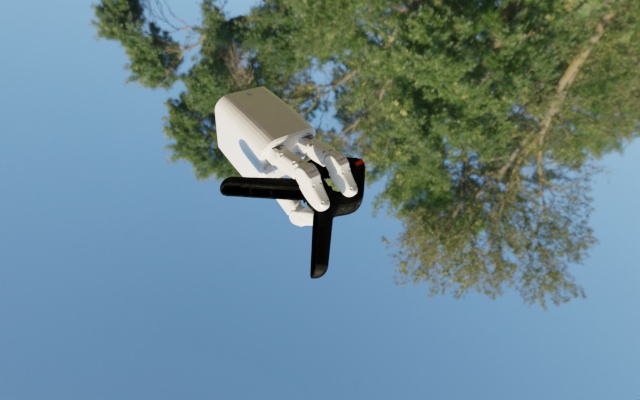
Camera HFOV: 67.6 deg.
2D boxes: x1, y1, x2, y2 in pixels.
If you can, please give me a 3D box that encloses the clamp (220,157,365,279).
[{"bbox_3d":[0.000,0.002,0.613,0.210,0.164,0.036,-26,-24,-41],"label":"clamp"}]
